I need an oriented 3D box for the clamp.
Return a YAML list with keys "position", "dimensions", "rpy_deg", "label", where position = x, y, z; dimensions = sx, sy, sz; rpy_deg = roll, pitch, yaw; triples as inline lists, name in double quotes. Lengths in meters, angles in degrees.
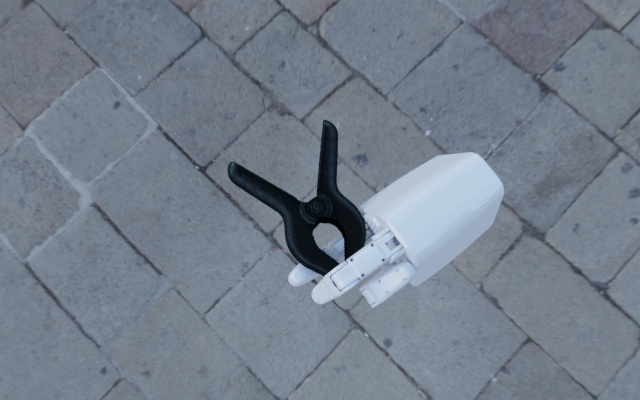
- position: [0.000, 0.002, 0.475]
  dimensions: [0.120, 0.171, 0.039]
  rpy_deg: [-36, -9, -6]
  label: "clamp"
